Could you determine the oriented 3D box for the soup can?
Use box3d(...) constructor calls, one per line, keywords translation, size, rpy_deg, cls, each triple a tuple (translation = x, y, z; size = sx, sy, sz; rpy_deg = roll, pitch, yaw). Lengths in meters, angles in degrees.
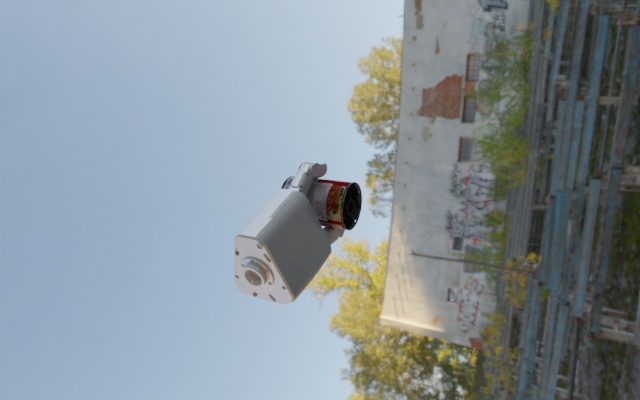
box3d(translation=(0.000, 0.002, 0.688), size=(0.102, 0.068, 0.068), rpy_deg=(8, 3, 26), cls="soup can")
